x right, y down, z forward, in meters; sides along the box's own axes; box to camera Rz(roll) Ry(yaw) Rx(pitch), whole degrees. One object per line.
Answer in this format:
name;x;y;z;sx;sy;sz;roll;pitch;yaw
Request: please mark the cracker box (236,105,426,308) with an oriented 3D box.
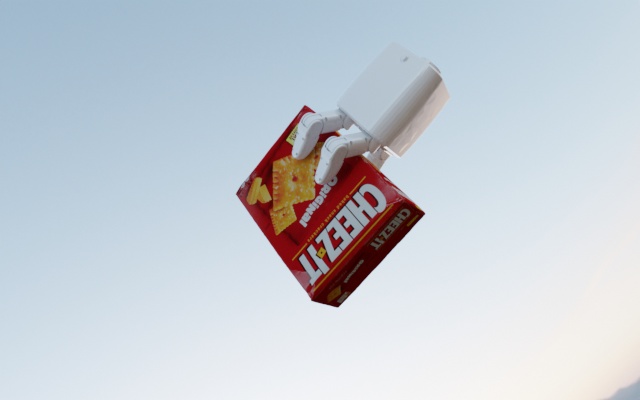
cracker box;0.000;0.002;0.619;0.072;0.164;0.213;26;19;-51
